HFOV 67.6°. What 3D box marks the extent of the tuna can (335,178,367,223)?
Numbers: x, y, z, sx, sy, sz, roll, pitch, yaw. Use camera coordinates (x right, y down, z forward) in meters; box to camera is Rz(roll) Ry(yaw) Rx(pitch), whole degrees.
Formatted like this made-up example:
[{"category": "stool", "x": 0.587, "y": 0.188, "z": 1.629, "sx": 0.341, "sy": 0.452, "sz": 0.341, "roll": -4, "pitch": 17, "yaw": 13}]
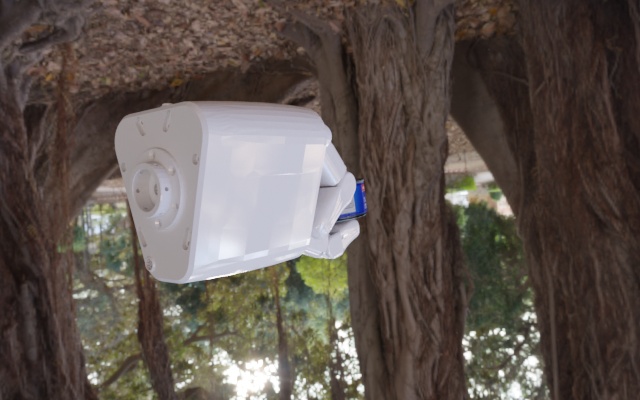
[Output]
[{"category": "tuna can", "x": 0.000, "y": 0.002, "z": 0.447, "sx": 0.086, "sy": 0.034, "sz": 0.086, "roll": -8, "pitch": 4, "yaw": 1}]
